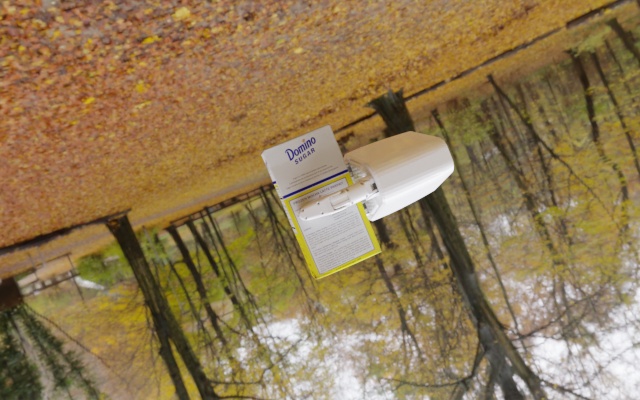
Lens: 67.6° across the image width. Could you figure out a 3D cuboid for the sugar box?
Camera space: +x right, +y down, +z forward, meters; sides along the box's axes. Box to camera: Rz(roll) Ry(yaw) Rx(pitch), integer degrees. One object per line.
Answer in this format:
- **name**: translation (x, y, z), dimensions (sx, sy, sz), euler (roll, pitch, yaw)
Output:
- **sugar box**: translation (0.000, 0.002, 0.612), dimensions (0.093, 0.176, 0.048), euler (-23, 2, -10)
